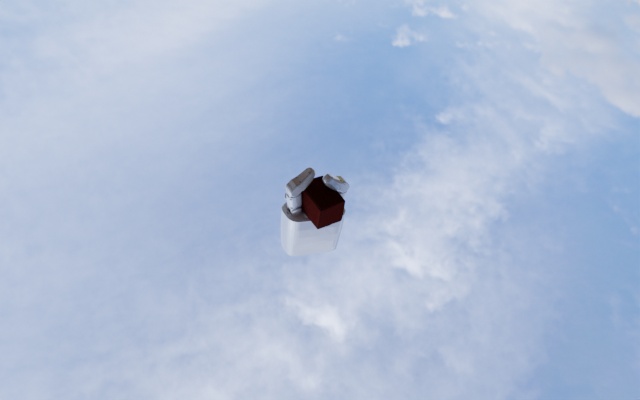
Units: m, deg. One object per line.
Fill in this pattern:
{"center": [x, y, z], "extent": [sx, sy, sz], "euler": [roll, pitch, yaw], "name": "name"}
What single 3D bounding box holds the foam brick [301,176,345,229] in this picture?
{"center": [0.000, 0.003, 0.849], "extent": [0.053, 0.051, 0.078], "euler": [-19, 49, -26], "name": "foam brick"}
